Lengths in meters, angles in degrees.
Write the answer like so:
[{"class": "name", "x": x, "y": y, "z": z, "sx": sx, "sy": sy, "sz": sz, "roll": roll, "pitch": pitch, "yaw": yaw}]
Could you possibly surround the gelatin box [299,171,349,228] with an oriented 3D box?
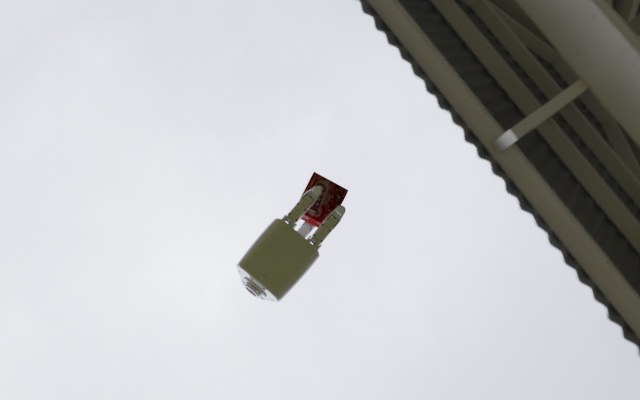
[{"class": "gelatin box", "x": 0.000, "y": 0.003, "z": 0.860, "sx": 0.073, "sy": 0.089, "sz": 0.030, "roll": 28, "pitch": -28, "yaw": -3}]
